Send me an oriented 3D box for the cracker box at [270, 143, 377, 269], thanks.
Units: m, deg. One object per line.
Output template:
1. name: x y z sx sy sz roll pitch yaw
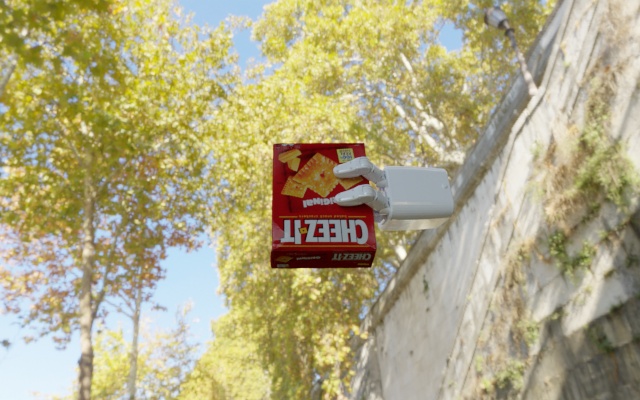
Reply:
1. cracker box: 0.000 0.003 0.795 0.164 0.213 0.072 0 -34 -4
